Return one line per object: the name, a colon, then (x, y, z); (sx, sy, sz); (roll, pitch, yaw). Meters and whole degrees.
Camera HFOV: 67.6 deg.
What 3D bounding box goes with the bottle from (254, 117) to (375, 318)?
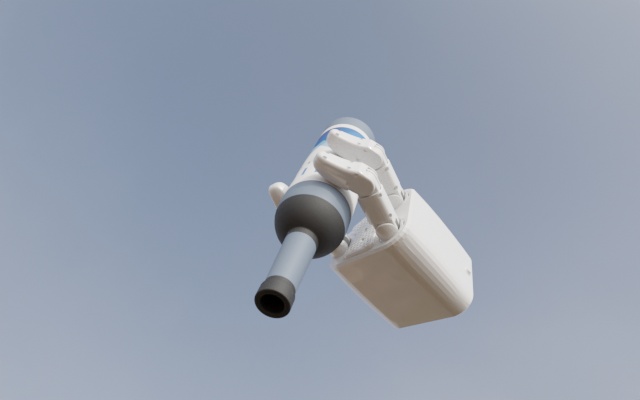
bottle: (0.000, 0.001, 0.461); (0.069, 0.069, 0.295); (0, 29, 16)
